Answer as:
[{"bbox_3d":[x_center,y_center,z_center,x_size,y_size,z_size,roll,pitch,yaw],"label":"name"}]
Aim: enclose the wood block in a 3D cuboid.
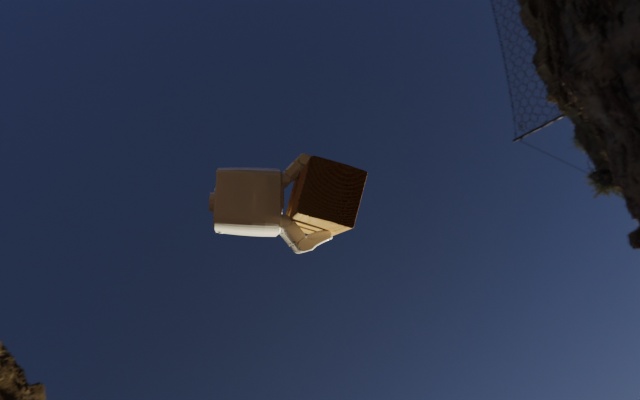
[{"bbox_3d":[0.000,0.002,0.790,0.090,0.091,0.206,16,-11,-8],"label":"wood block"}]
